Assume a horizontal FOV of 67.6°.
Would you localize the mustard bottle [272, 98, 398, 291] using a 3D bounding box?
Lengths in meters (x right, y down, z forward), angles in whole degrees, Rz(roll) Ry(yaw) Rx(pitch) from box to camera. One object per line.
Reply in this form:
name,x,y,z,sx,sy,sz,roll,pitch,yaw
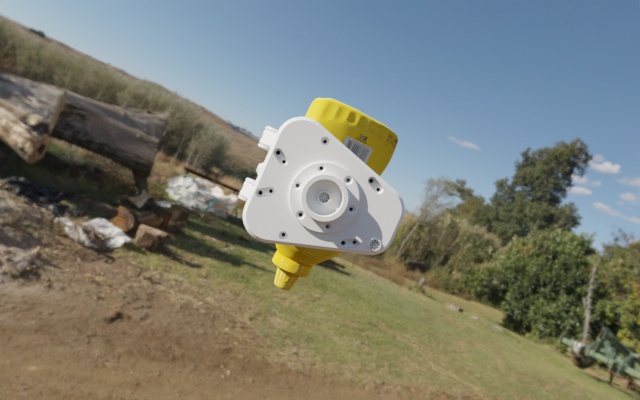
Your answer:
mustard bottle,0.000,0.001,0.484,0.096,0.191,0.058,23,2,-28
